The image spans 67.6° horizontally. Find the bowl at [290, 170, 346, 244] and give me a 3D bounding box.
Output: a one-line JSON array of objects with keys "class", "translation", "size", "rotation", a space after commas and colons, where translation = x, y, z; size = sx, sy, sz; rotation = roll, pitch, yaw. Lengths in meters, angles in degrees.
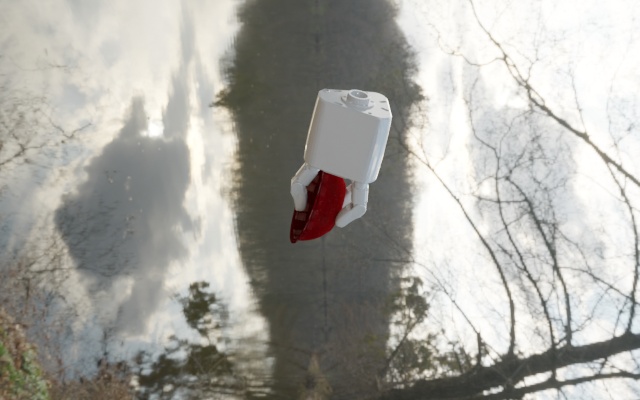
[{"class": "bowl", "translation": [0.000, 0.004, 0.805], "size": [0.055, 0.162, 0.162], "rotation": [18, -4, -12]}]
